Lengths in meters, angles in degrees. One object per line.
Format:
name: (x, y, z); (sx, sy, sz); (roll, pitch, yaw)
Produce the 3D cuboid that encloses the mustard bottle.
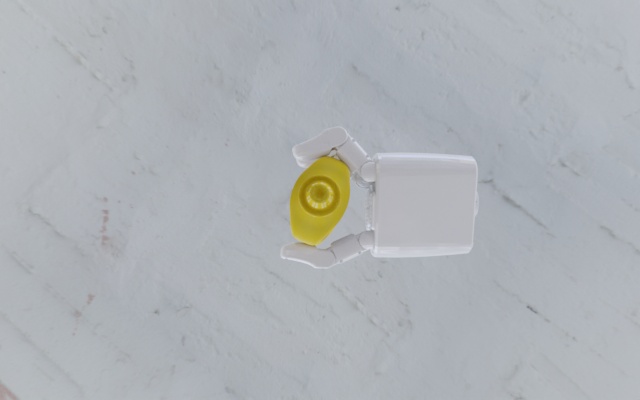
mustard bottle: (0.000, 0.002, 0.526); (0.058, 0.096, 0.191); (24, -4, 2)
